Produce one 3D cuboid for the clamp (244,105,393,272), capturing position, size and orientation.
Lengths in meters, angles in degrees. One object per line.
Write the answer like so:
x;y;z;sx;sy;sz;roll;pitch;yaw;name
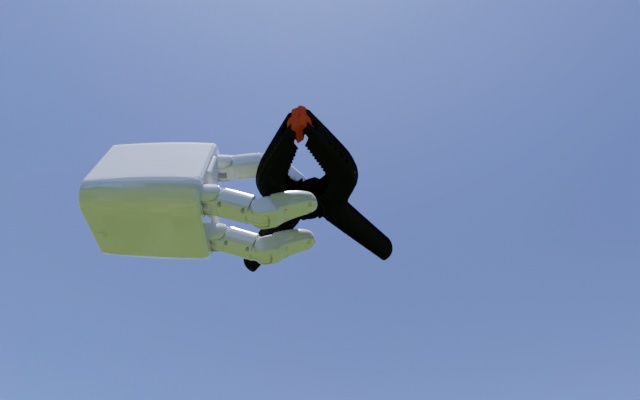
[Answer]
0.000;0.001;0.470;0.164;0.036;0.210;-1;-44;-4;clamp
